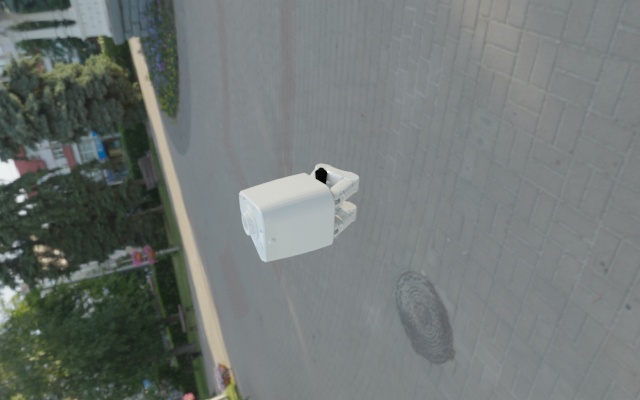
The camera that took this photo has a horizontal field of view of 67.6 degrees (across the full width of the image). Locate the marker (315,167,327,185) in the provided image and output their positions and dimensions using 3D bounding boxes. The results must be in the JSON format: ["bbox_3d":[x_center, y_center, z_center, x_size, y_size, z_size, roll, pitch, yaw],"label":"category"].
[{"bbox_3d":[0.000,0.002,0.737,0.020,0.121,0.020,1,36,0],"label":"marker"}]
